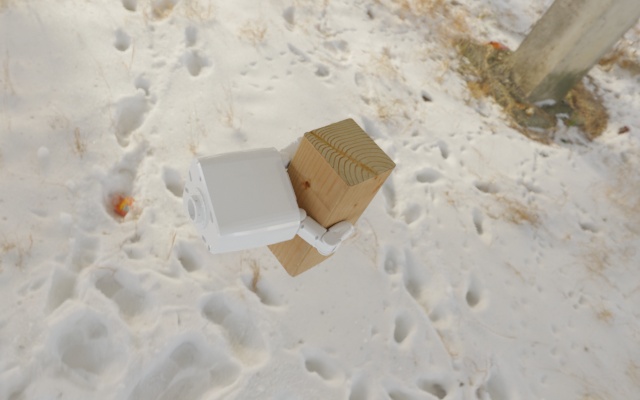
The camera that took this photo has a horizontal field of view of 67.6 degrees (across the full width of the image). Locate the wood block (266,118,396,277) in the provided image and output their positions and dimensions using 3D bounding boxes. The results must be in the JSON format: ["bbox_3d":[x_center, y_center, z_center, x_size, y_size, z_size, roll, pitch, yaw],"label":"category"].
[{"bbox_3d":[0.000,0.002,0.645,0.090,0.090,0.206,-25,-24,-39],"label":"wood block"}]
